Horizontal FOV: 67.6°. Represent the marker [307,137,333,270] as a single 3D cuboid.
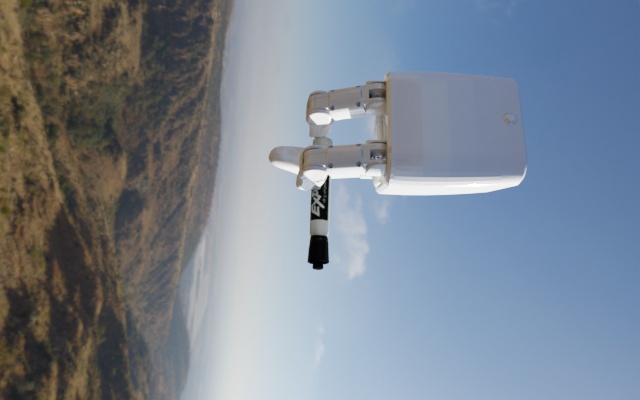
[{"bbox_3d":[0.000,0.001,0.426,0.020,0.121,0.020,2,-19,1],"label":"marker"}]
